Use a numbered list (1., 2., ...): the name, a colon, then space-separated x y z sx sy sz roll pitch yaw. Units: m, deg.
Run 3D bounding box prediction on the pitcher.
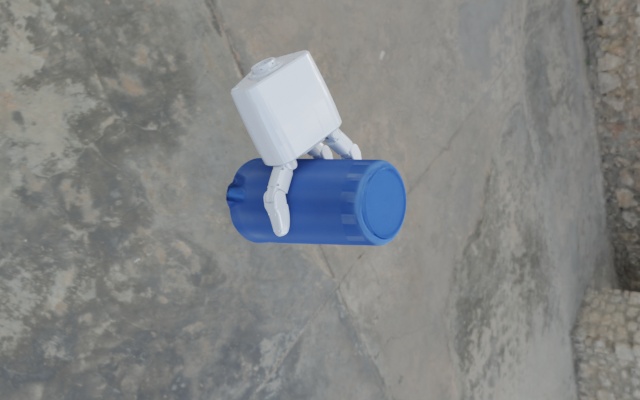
1. pitcher: 0.000 0.002 0.678 0.243 0.145 0.149 1 37 42
